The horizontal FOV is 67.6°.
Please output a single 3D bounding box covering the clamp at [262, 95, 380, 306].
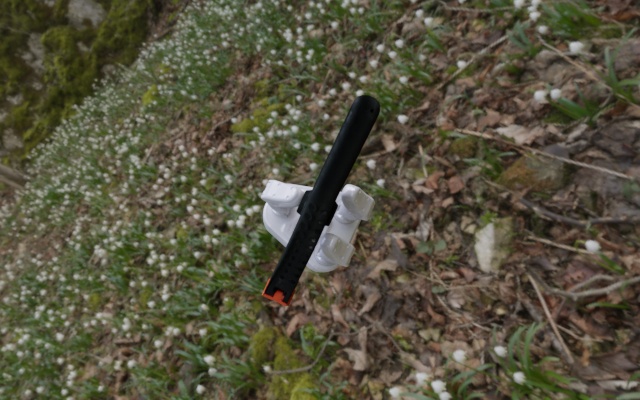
[{"bbox_3d":[-0.001,0.002,0.468,0.036,0.210,0.164,25,-12,0],"label":"clamp"}]
